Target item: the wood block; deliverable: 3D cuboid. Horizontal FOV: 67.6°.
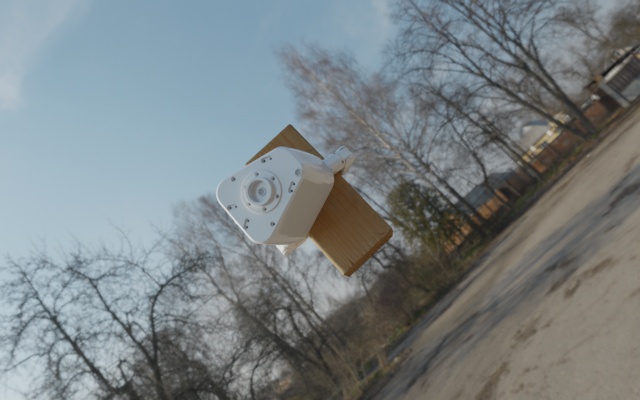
[{"bbox_3d":[0.000,0.002,0.684,0.091,0.206,0.090,-42,-14,-1],"label":"wood block"}]
